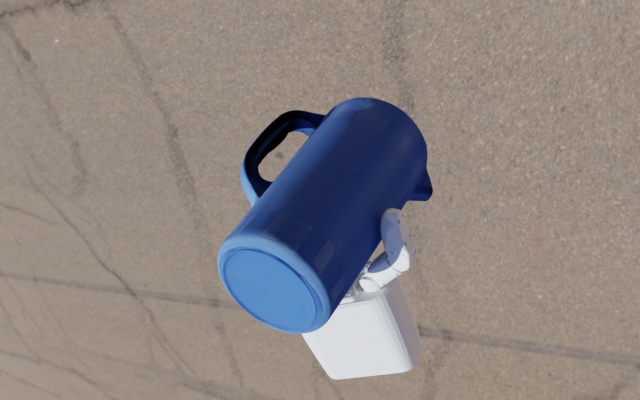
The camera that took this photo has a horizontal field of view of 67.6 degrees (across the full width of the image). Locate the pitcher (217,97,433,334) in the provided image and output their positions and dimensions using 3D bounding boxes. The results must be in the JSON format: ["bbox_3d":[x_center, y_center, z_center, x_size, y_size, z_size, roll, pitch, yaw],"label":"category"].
[{"bbox_3d":[0.000,0.002,0.471,0.149,0.145,0.242,-6,31,34],"label":"pitcher"}]
